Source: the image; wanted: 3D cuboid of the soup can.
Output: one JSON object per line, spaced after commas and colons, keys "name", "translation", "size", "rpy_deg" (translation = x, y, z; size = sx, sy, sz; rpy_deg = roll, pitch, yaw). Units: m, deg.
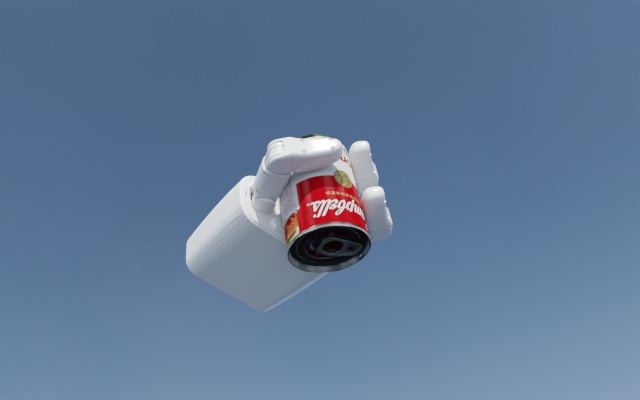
{"name": "soup can", "translation": [0.000, 0.001, 0.411], "size": [0.068, 0.102, 0.069], "rpy_deg": [-6, -39, -5]}
